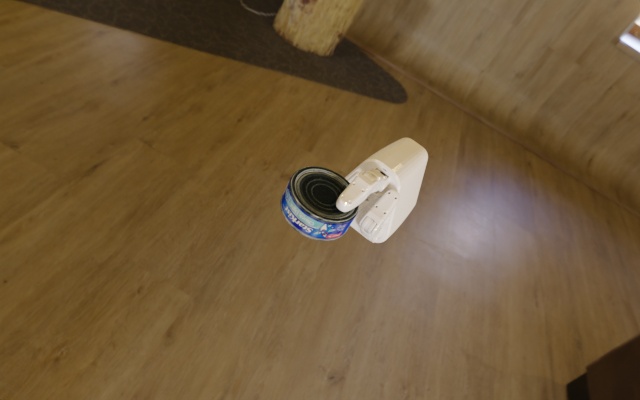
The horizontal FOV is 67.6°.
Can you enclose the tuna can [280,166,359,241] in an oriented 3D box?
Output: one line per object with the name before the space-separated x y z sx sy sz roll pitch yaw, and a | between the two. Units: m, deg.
tuna can | 0.000 0.001 0.539 0.086 0.086 0.034 0 -40 -29
